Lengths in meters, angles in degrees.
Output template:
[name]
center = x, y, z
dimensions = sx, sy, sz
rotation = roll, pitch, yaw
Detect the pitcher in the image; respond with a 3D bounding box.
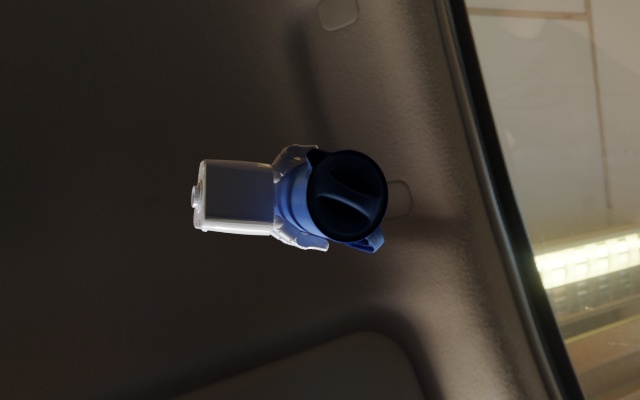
[pitcher]
center = 0.000, 0.002, 0.784
dimensions = 0.145, 0.149, 0.243
rotation = 4, -2, -24
